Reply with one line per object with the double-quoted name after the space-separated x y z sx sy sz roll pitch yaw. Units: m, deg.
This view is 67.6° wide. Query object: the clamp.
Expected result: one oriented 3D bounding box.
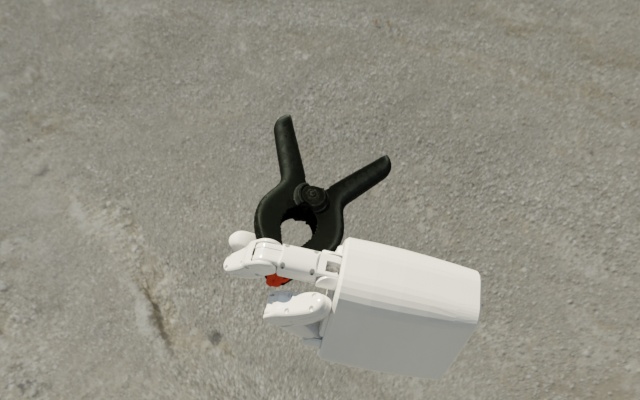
0.000 0.001 0.431 0.120 0.171 0.039 12 -30 1 "clamp"
